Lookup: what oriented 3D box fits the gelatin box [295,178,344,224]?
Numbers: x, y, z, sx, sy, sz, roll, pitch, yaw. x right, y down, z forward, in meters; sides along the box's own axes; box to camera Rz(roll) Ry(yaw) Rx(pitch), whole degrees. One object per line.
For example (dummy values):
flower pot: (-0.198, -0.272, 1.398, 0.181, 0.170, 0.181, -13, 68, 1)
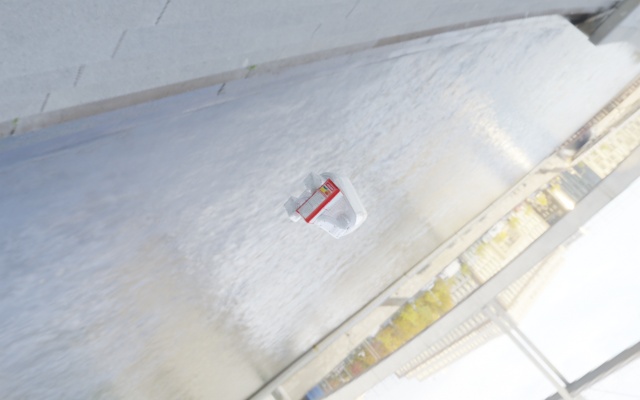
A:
gelatin box: (0.000, 0.003, 0.769, 0.073, 0.030, 0.089, -44, -6, 2)
